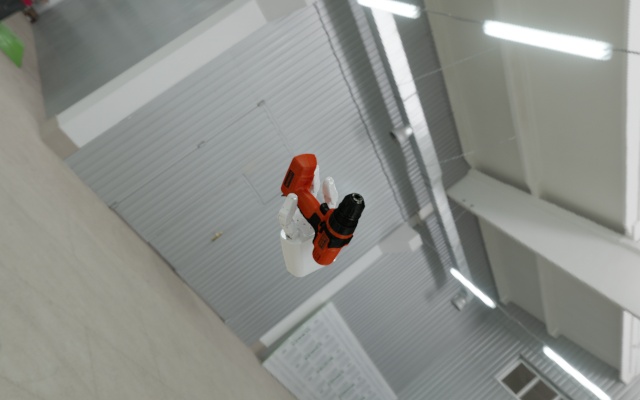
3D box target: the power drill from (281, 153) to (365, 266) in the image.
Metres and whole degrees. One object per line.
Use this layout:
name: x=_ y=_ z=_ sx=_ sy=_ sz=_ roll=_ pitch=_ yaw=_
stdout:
power drill: x=0.000 y=0.003 z=0.885 sx=0.057 sy=0.187 sz=0.184 roll=-8 pitch=-36 yaw=-33
